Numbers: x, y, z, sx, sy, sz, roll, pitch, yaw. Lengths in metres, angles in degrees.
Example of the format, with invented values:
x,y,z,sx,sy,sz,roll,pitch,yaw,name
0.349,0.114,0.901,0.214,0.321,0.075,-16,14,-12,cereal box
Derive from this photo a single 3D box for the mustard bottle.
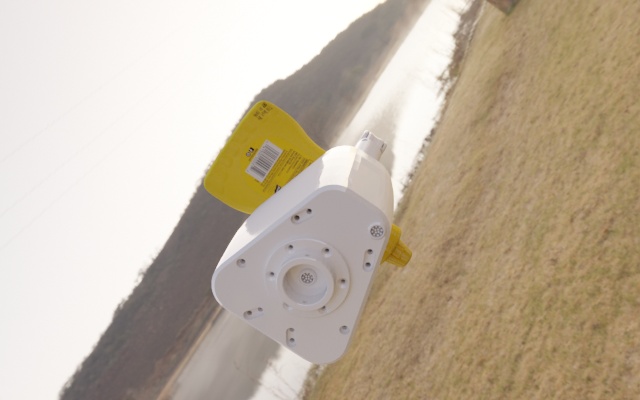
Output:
x,y,z,sx,sy,sz,roll,pitch,yaw,name
0.000,0.001,0.430,0.191,0.096,0.058,34,-7,-4,mustard bottle
